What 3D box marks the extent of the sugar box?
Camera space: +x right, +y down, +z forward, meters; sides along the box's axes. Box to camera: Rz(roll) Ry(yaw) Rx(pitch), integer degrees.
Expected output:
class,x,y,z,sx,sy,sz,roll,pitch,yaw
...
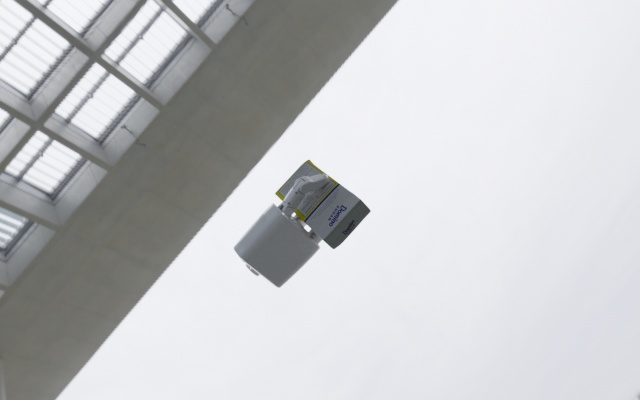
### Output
class,x,y,z,sx,sy,sz,roll,pitch,yaw
sugar box,0.000,0.003,0.842,0.176,0.093,0.048,42,-2,45
